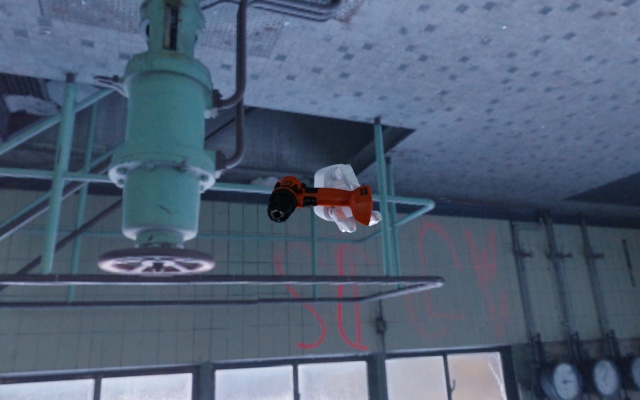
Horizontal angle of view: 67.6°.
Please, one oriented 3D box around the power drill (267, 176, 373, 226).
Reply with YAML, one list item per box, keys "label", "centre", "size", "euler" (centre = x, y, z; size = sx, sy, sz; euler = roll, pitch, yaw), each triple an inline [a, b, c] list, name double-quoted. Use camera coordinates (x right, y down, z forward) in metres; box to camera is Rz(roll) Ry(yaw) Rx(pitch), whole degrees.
- label: "power drill"
  centre: [0.001, 0.003, 0.884]
  size: [0.187, 0.057, 0.184]
  euler: [8, 20, 1]
